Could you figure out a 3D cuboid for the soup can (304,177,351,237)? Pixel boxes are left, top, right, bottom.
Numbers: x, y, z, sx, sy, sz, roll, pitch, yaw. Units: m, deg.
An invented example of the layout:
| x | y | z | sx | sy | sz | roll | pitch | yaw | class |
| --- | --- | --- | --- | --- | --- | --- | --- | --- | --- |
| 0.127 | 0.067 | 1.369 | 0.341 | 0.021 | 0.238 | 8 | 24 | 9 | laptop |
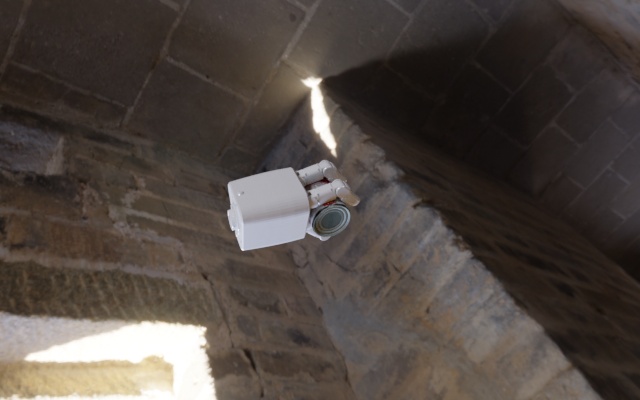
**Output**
| x | y | z | sx | sy | sz | roll | pitch | yaw | class |
| --- | --- | --- | --- | --- | --- | --- | --- | --- | --- |
| 0.001 | 0.003 | 0.787 | 0.068 | 0.068 | 0.102 | 0 | 37 | -27 | soup can |
